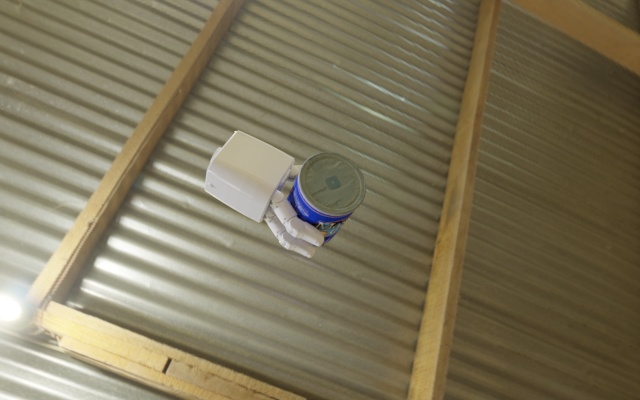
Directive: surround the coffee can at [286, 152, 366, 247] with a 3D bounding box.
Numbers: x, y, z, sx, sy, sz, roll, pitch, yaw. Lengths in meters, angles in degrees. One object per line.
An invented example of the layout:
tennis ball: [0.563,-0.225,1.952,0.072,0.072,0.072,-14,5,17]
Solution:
coffee can: [0.000,0.002,0.755,0.103,0.102,0.140,0,-25,-17]
